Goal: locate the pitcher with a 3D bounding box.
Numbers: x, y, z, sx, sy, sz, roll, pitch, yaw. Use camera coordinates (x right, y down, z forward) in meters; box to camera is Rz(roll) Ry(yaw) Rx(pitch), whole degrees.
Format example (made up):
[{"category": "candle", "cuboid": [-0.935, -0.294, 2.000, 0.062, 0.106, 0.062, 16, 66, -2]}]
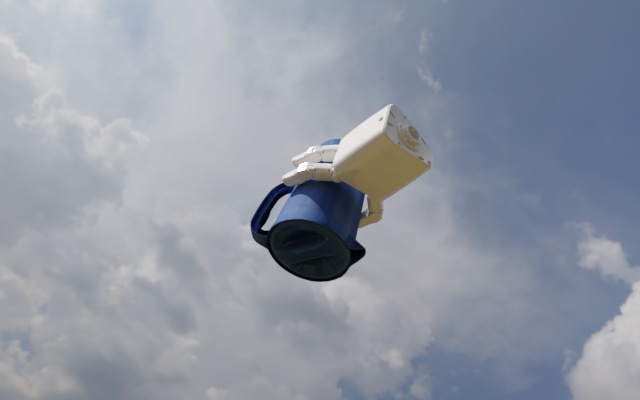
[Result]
[{"category": "pitcher", "cuboid": [0.000, 0.003, 0.796, 0.149, 0.242, 0.145, 40, -49, -17]}]
